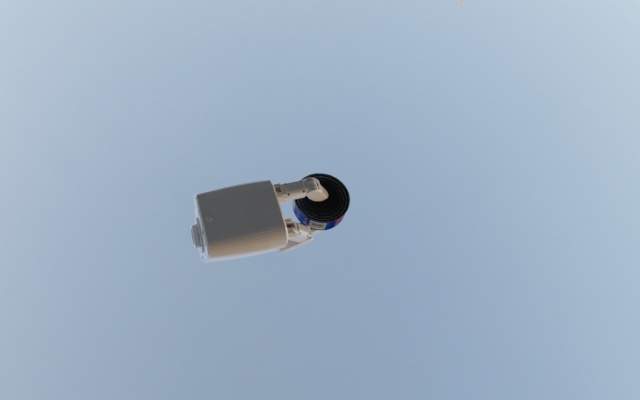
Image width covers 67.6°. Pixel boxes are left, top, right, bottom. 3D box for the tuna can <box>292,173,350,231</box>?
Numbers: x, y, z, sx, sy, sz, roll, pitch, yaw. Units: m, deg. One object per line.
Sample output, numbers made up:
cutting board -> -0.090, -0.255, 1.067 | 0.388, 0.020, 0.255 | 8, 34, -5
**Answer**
tuna can -> 0.000, 0.003, 0.734 | 0.086, 0.086, 0.034 | 0, -29, -12
